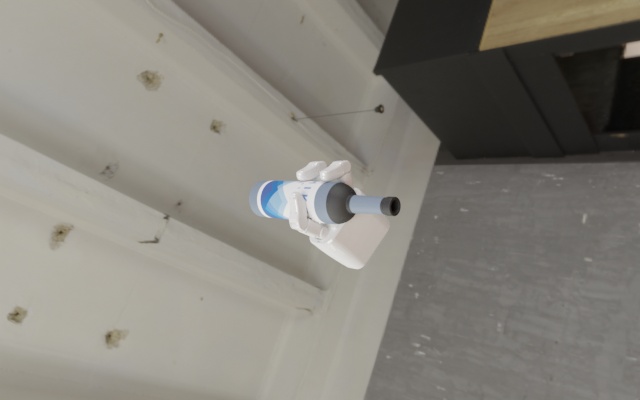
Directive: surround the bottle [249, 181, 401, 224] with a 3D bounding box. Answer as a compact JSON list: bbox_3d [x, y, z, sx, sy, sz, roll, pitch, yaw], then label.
[{"bbox_3d":[0.000,0.002,0.770,0.295,0.069,0.069,3,2,45],"label":"bottle"}]
